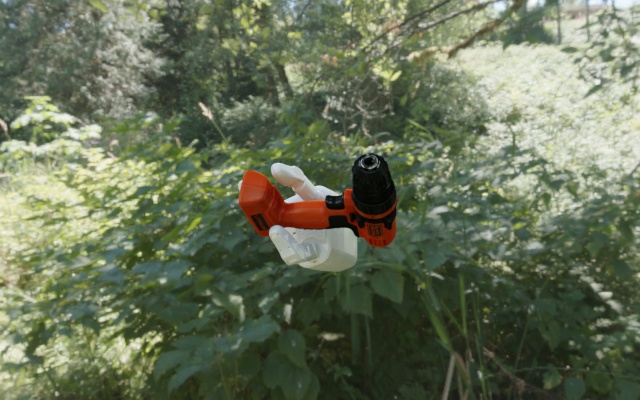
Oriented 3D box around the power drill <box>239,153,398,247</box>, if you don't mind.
[{"bbox_3d":[0.000,0.002,0.587,0.187,0.057,0.185,3,-30,13],"label":"power drill"}]
